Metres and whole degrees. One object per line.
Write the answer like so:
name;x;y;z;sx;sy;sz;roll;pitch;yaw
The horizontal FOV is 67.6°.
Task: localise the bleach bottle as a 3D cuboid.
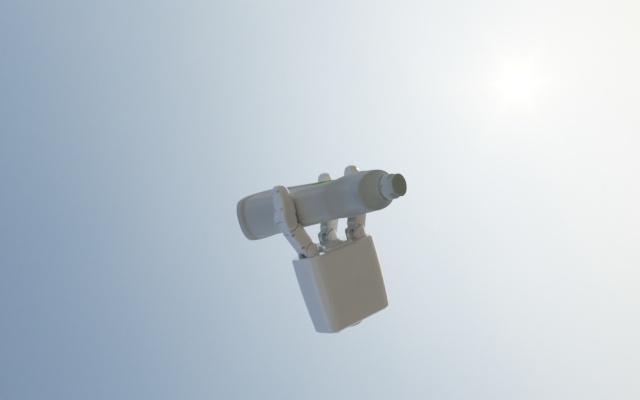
bleach bottle;0.000;0.002;0.639;0.251;0.068;0.102;-12;6;45
